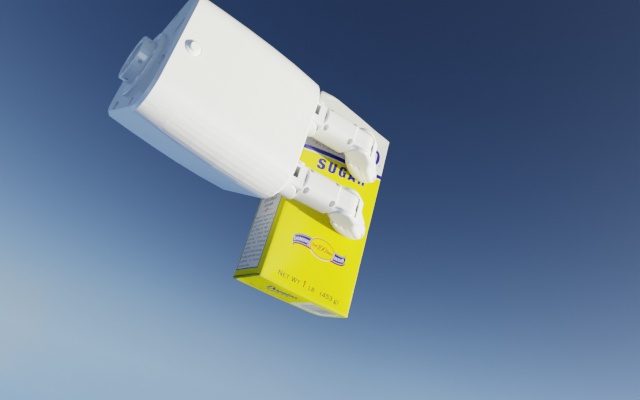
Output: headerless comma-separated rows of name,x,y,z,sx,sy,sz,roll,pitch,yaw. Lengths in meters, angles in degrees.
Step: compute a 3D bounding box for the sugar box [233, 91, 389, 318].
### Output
sugar box,0.000,0.001,0.411,0.093,0.176,0.048,32,-27,-31
